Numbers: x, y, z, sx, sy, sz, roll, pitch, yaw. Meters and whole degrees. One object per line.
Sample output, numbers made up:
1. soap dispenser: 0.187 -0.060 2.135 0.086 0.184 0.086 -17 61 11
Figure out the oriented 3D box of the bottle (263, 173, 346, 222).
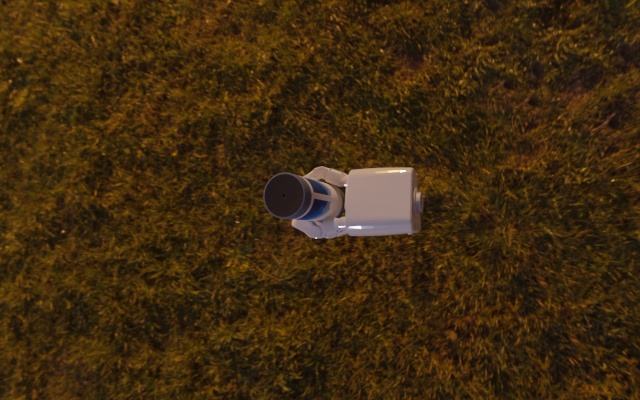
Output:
1. bottle: 0.000 0.003 0.819 0.069 0.069 0.296 0 -4 21
